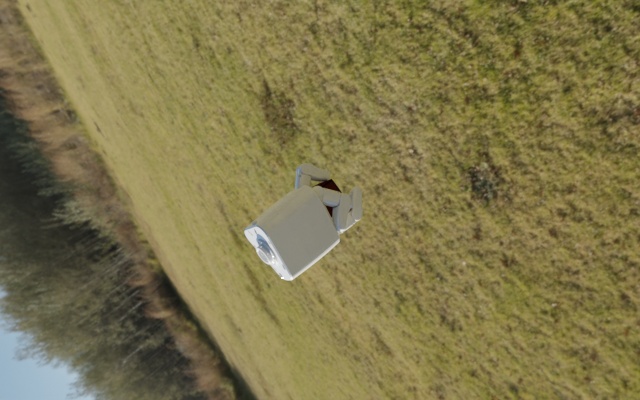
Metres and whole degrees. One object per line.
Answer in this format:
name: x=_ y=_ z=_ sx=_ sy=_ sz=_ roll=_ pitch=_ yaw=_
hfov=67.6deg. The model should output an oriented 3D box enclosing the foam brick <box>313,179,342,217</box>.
foam brick: x=0.000 y=0.003 z=0.830 sx=0.051 sy=0.053 sz=0.078 roll=-40 pitch=9 yaw=-25
